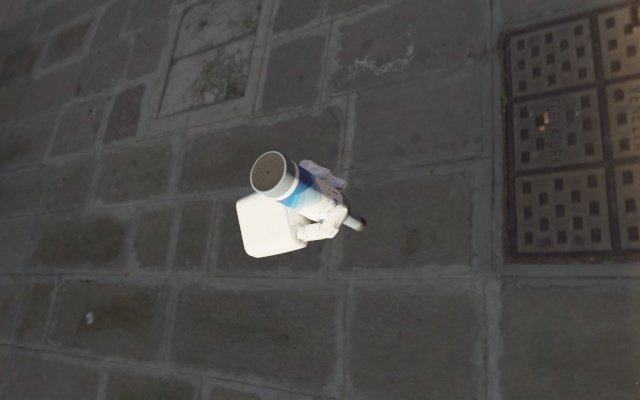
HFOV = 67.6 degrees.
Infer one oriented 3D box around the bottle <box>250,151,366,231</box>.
[{"bbox_3d":[0.000,0.003,0.816,0.069,0.069,0.296,0,-18,33],"label":"bottle"}]
